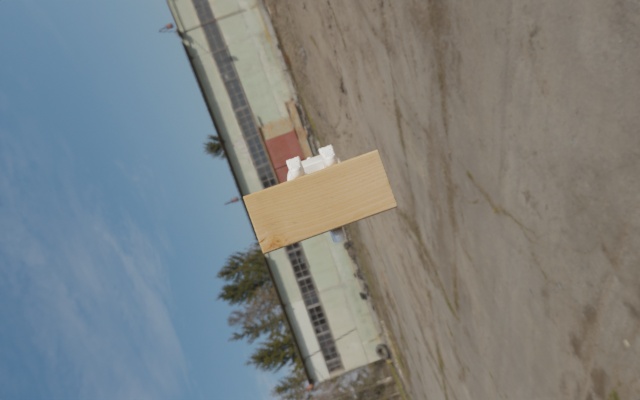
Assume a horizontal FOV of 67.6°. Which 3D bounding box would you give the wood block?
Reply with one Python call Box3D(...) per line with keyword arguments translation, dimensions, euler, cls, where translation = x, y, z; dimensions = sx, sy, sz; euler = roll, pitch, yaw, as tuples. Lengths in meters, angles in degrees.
Box3D(translation=(0.000, 0.003, 0.728), dimensions=(0.206, 0.091, 0.090), euler=(-20, 0, -1), cls="wood block")
